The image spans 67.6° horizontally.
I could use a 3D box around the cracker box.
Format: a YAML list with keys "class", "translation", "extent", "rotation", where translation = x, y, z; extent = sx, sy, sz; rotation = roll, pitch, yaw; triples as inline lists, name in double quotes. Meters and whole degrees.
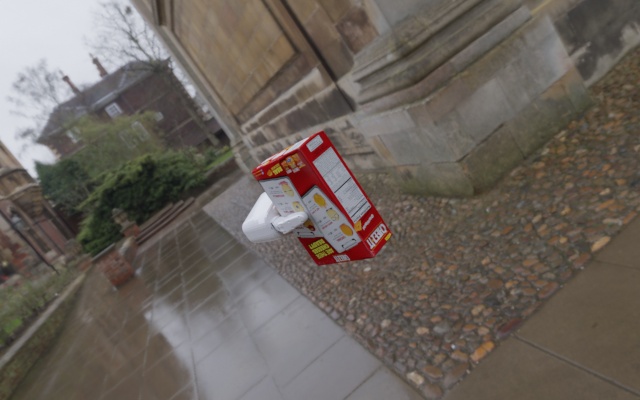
- class: "cracker box"
  translation: [0.000, 0.003, 0.812]
  extent: [0.072, 0.214, 0.164]
  rotation: [-43, 15, -34]
